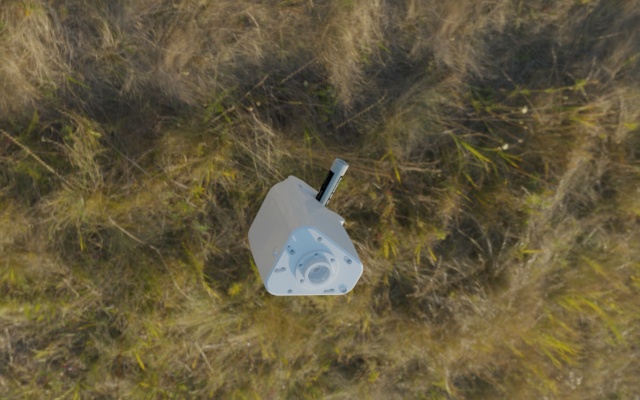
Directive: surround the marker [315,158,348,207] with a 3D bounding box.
[{"bbox_3d":[0.000,0.002,0.618,0.020,0.121,0.020,26,18,-9],"label":"marker"}]
